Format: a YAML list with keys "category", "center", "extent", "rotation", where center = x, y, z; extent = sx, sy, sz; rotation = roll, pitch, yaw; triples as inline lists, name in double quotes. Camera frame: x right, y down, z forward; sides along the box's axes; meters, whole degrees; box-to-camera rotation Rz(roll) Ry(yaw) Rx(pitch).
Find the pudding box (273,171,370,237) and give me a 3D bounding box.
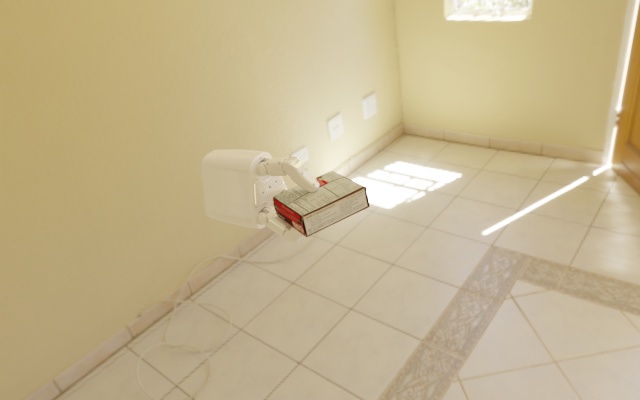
- category: "pudding box"
  center: [0.000, 0.002, 0.697]
  extent: [0.113, 0.039, 0.090]
  rotation: [-26, 32, -22]
